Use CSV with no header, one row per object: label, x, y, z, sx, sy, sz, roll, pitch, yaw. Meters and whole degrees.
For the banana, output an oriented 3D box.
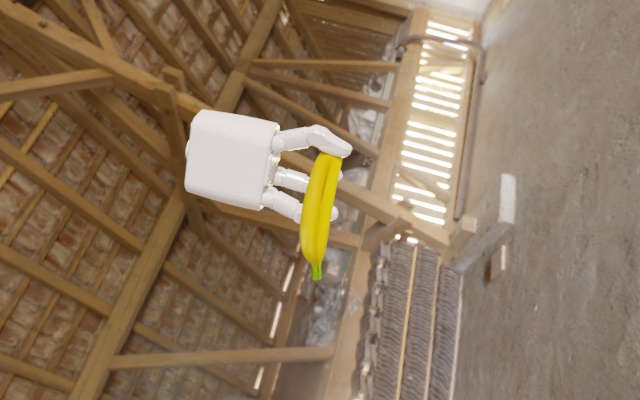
banana,0.000,-0.005,0.597,0.037,0.197,0.070,10,-30,3
